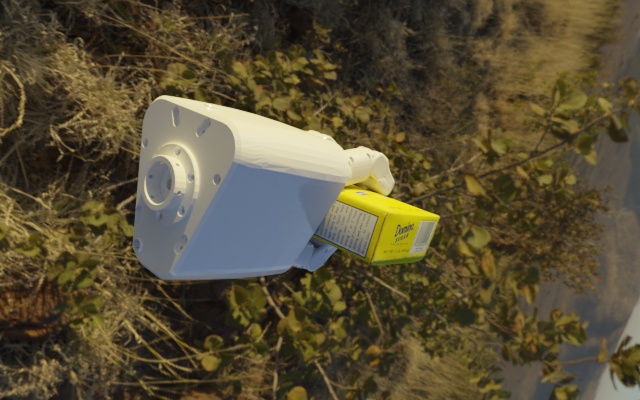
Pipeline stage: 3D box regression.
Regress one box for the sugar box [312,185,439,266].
[{"bbox_3d":[0.000,0.001,0.406,0.176,0.048,0.093,25,10,34],"label":"sugar box"}]
